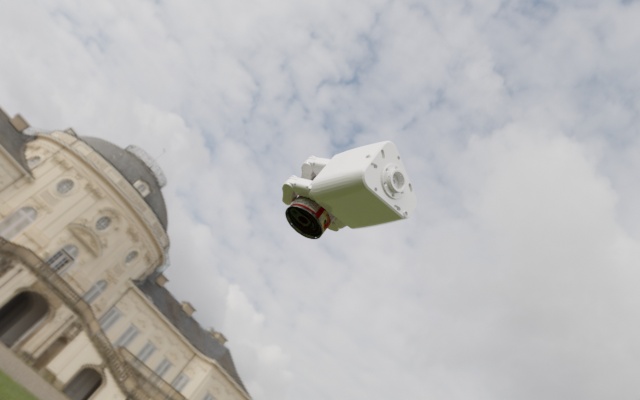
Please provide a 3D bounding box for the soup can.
[{"bbox_3d":[0.000,0.002,0.758,0.068,0.068,0.102,0,40,43],"label":"soup can"}]
